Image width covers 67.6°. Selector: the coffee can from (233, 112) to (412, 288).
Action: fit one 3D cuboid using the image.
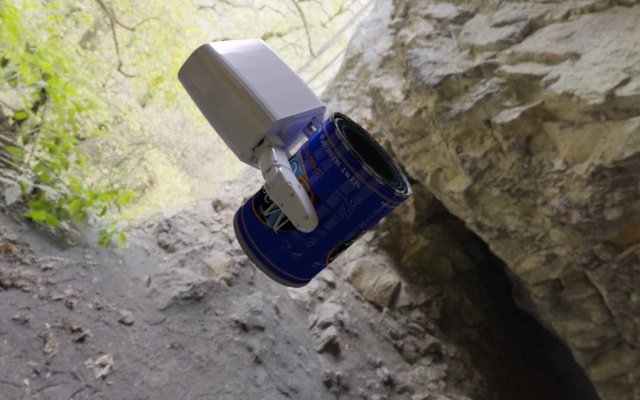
[{"bbox_3d":[0.000,0.002,0.456,0.140,0.102,0.103,-43,-18,21],"label":"coffee can"}]
